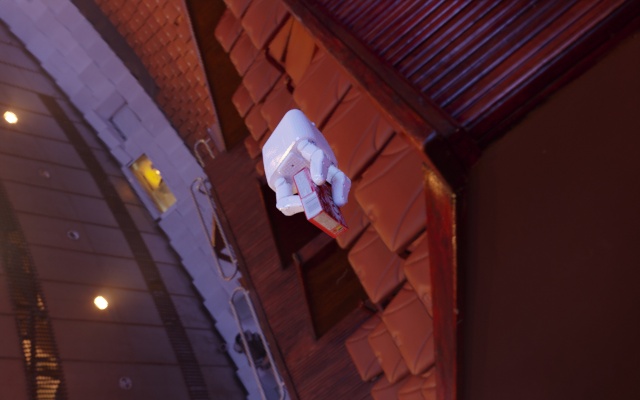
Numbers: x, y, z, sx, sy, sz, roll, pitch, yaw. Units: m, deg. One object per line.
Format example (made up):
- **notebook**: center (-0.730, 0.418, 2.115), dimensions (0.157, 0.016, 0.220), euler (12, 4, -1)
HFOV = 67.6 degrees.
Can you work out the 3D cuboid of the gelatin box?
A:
- **gelatin box**: center (0.000, 0.003, 0.700), dimensions (0.030, 0.089, 0.073), euler (-34, -40, 16)
